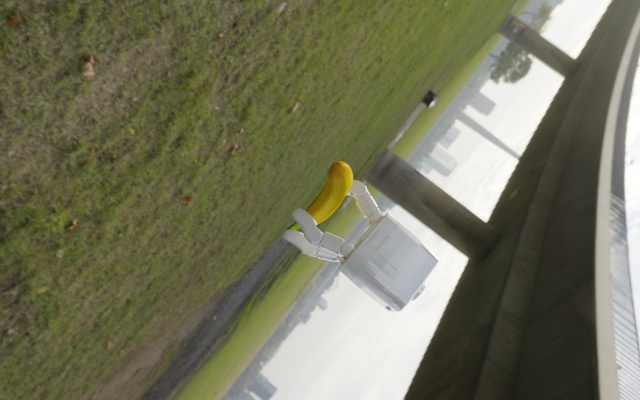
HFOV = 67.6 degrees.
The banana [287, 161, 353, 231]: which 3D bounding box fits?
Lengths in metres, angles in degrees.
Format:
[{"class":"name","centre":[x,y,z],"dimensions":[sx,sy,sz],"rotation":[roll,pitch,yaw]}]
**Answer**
[{"class":"banana","centre":[0.011,-0.006,0.700],"dimensions":[0.069,0.037,0.198],"rotation":[-39,-10,-36]}]
